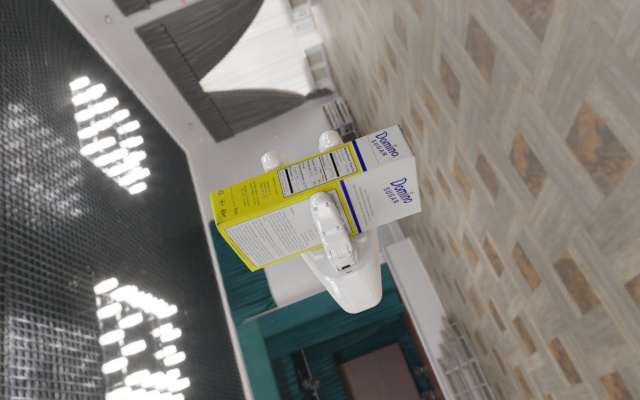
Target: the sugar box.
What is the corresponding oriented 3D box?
[{"bbox_3d":[0.000,0.001,0.436,0.176,0.048,0.093,-21,-35,1],"label":"sugar box"}]
